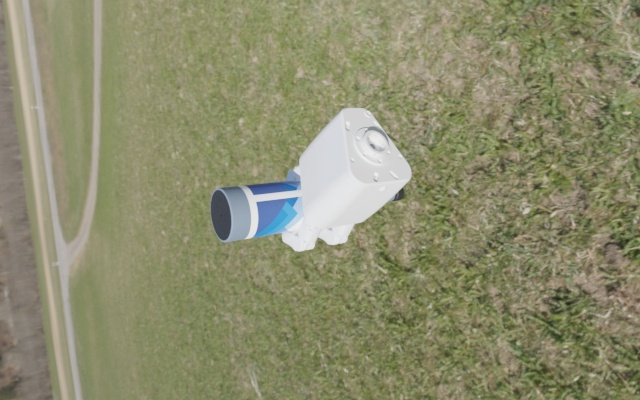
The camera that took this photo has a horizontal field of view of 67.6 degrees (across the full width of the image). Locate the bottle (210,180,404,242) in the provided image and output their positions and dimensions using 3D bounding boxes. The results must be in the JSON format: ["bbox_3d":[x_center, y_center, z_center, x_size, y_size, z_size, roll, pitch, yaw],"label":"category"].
[{"bbox_3d":[0.000,0.002,0.659,0.295,0.069,0.069,-7,4,-34],"label":"bottle"}]
